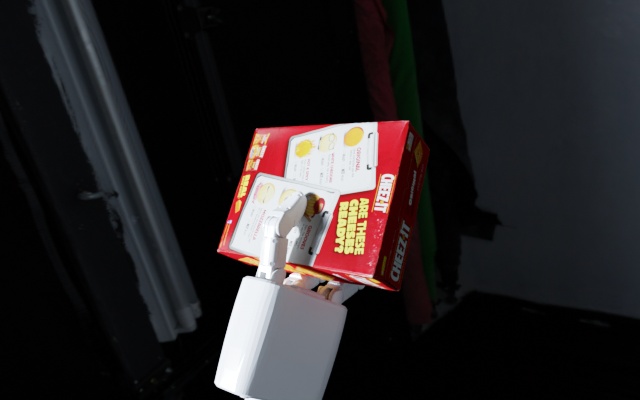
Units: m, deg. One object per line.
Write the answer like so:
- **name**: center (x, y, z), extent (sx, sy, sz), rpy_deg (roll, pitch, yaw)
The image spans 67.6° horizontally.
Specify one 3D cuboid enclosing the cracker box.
- **cracker box**: center (0.000, 0.002, 0.539), extent (0.213, 0.164, 0.072), rpy_deg (4, -19, 36)
